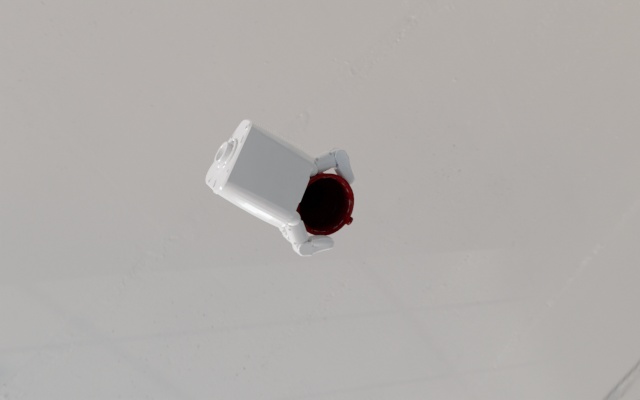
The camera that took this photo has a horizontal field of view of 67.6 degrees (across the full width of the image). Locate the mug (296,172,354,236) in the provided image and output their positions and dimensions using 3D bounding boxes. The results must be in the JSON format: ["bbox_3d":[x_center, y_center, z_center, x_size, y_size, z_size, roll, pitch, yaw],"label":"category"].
[{"bbox_3d":[0.001,0.003,0.722,0.117,0.093,0.081,30,0,-29],"label":"mug"}]
